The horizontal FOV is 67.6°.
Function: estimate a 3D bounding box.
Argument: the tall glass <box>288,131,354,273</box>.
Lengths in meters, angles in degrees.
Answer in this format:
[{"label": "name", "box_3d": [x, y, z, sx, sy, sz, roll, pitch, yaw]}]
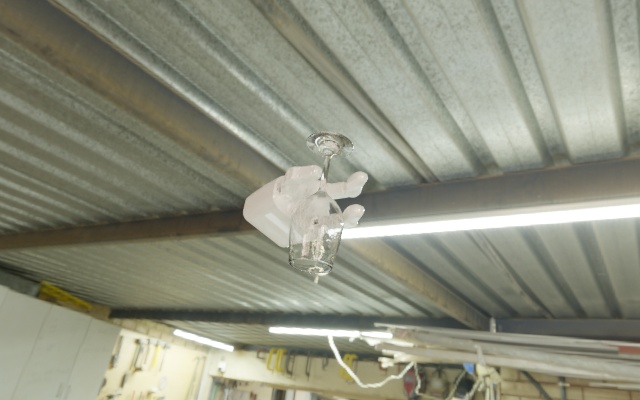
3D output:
[{"label": "tall glass", "box_3d": [0.000, 0.002, 0.703, 0.079, 0.201, 0.079, 7, -25, 4]}]
